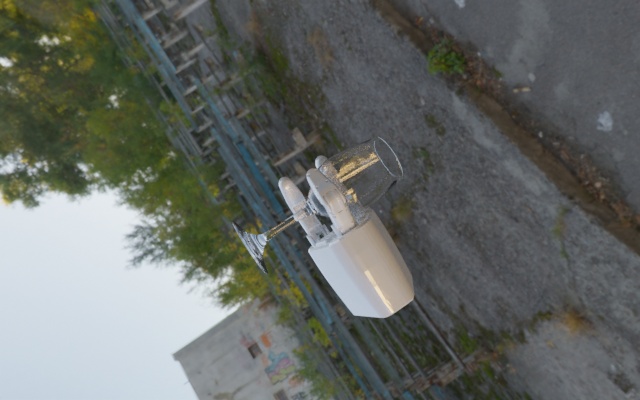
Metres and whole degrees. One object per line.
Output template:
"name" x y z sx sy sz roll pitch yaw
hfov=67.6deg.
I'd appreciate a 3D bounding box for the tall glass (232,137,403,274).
"tall glass" -0.001 0.002 0.572 0.201 0.079 0.079 -33 4 -6
